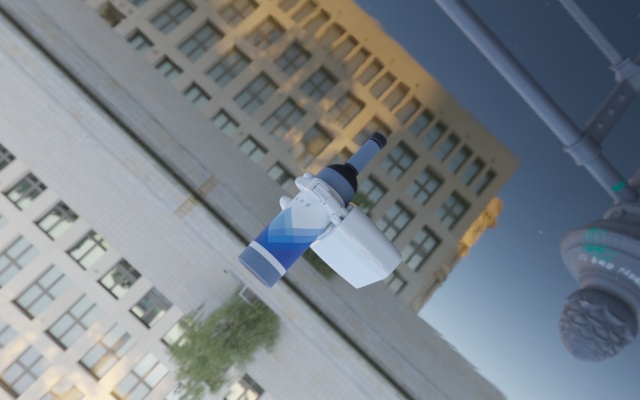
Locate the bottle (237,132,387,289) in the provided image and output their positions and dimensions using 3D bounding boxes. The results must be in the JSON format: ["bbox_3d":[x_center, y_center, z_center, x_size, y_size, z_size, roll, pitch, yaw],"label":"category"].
[{"bbox_3d":[0.000,0.003,0.731,0.069,0.295,0.069,39,-16,14],"label":"bottle"}]
